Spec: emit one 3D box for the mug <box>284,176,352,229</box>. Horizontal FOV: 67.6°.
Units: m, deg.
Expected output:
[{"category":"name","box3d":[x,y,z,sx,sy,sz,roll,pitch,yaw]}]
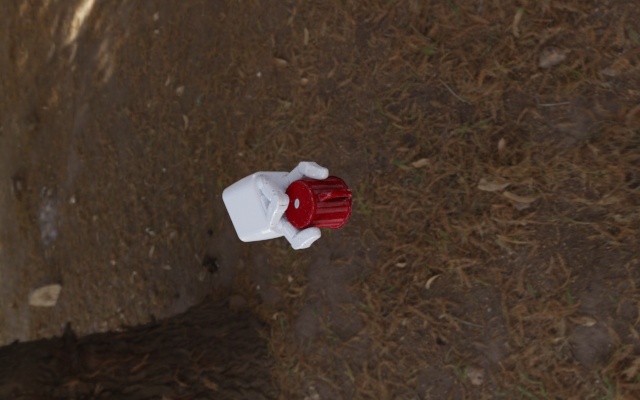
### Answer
[{"category":"mug","box3d":[0.001,0.002,0.787,0.081,0.093,0.117,-3,-10,-42]}]
